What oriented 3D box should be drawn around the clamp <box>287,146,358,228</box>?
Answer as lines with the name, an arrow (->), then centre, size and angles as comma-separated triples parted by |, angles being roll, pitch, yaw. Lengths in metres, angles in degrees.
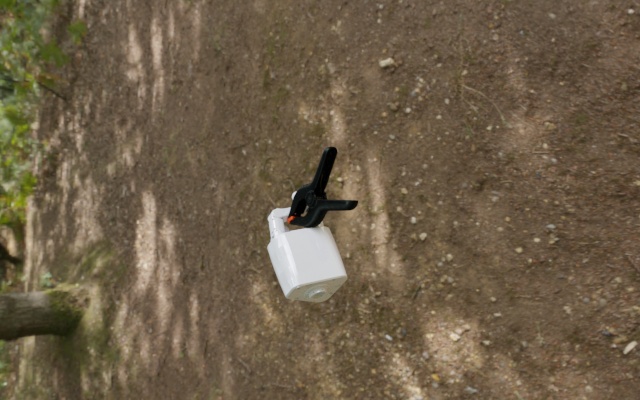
clamp -> 0.000, 0.003, 0.838 | 0.039, 0.120, 0.171 | 5, -42, -34
